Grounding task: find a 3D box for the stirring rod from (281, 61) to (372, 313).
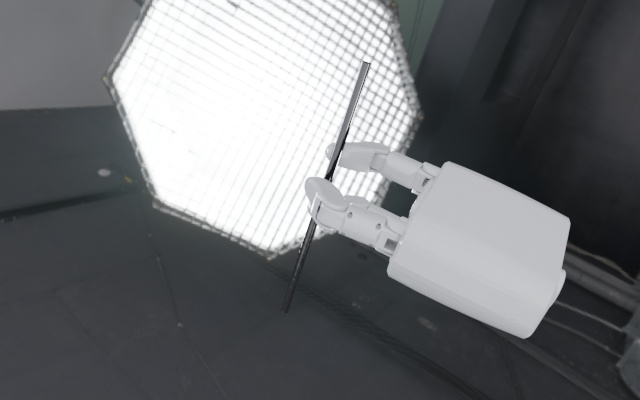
[{"bbox_3d":[0.000,0.001,0.404,0.011,0.240,0.011,15,25,-7],"label":"stirring rod"}]
